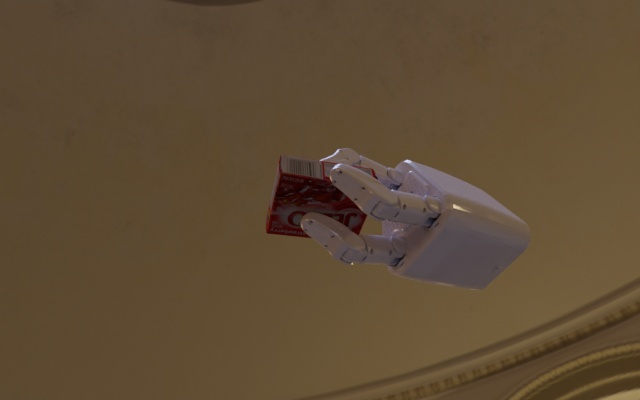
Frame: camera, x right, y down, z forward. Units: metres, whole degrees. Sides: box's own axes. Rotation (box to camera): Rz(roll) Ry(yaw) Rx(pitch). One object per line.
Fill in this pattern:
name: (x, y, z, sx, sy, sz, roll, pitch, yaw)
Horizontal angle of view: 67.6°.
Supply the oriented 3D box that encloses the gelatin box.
gelatin box: (0.000, 0.001, 0.434, 0.089, 0.073, 0.030, 8, 41, -12)
